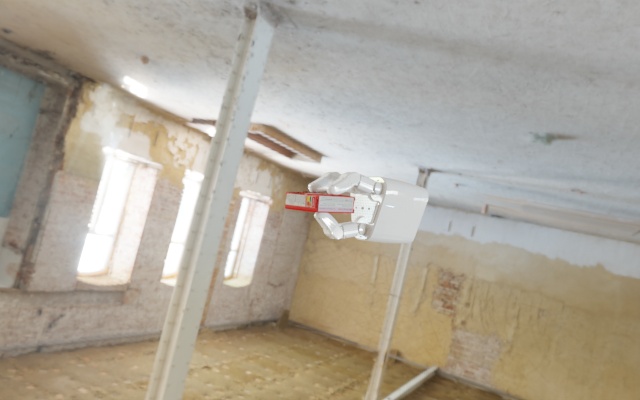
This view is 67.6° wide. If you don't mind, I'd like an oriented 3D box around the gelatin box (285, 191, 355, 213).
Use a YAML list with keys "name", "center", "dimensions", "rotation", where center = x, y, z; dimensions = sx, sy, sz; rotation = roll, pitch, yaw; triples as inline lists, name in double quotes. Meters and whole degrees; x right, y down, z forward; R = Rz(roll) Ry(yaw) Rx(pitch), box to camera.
- name: "gelatin box"
  center: [0.000, 0.003, 0.761]
  dimensions: [0.073, 0.030, 0.089]
  rotation: [7, 4, 44]
